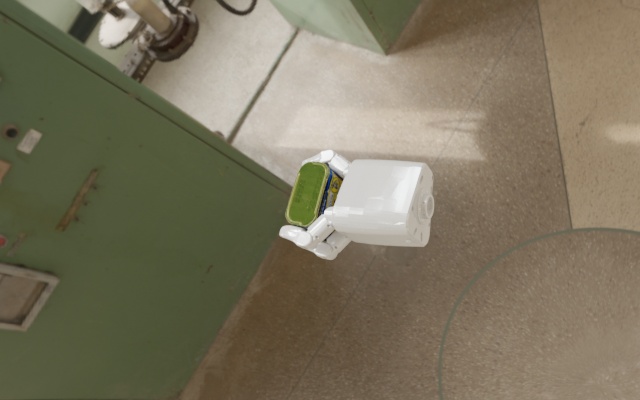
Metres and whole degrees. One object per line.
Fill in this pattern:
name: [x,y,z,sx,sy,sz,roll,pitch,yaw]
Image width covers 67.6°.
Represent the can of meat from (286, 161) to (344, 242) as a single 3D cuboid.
can of meat: [0.000,0.002,0.702,0.057,0.102,0.084,7,-15,32]
